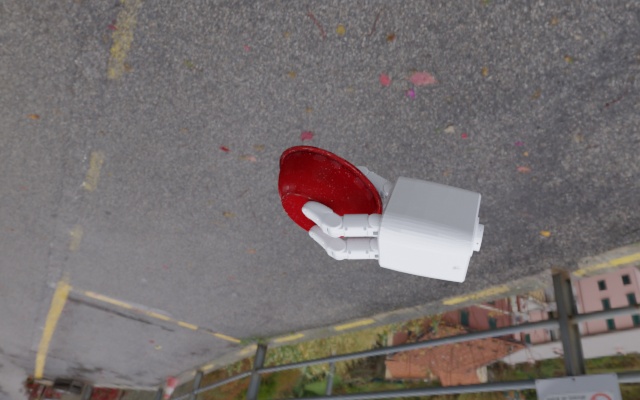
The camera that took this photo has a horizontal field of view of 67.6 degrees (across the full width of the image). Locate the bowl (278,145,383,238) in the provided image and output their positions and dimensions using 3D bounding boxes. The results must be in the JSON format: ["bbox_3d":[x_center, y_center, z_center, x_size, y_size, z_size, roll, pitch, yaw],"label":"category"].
[{"bbox_3d":[-0.001,0.002,0.646,0.162,0.055,0.162,25,-29,15],"label":"bowl"}]
